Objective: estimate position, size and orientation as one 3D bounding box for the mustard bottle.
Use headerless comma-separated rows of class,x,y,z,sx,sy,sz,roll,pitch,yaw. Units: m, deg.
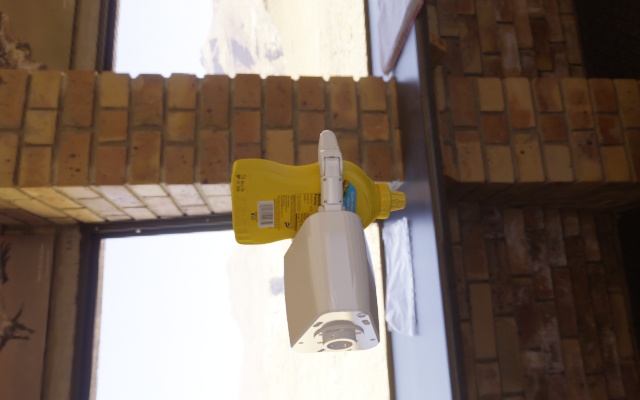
mustard bottle,0.000,0.002,0.530,0.191,0.096,0.058,-1,28,-6
